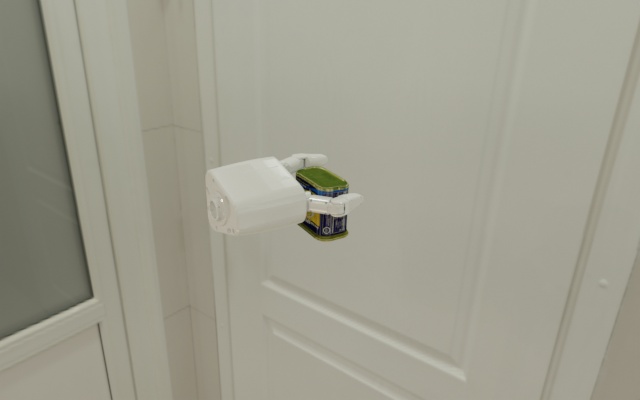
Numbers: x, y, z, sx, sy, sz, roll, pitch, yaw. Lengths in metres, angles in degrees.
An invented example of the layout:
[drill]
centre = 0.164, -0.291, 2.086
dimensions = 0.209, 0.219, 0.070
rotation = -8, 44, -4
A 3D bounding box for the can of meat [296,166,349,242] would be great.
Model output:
[can of meat]
centre = 0.000, 0.002, 0.729
dimensions = 0.057, 0.084, 0.102
rotation = -12, 26, -29
